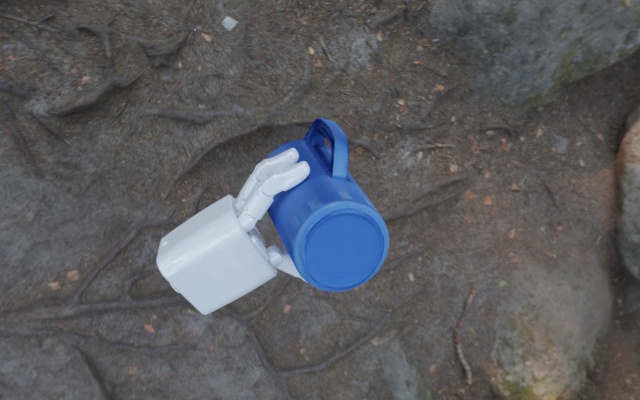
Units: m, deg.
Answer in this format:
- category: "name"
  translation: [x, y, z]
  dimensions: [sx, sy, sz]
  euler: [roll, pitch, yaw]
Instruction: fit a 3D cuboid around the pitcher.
- category: "pitcher"
  translation: [0.000, 0.002, 0.608]
  dimensions: [0.145, 0.149, 0.242]
  euler: [-31, 24, -1]
